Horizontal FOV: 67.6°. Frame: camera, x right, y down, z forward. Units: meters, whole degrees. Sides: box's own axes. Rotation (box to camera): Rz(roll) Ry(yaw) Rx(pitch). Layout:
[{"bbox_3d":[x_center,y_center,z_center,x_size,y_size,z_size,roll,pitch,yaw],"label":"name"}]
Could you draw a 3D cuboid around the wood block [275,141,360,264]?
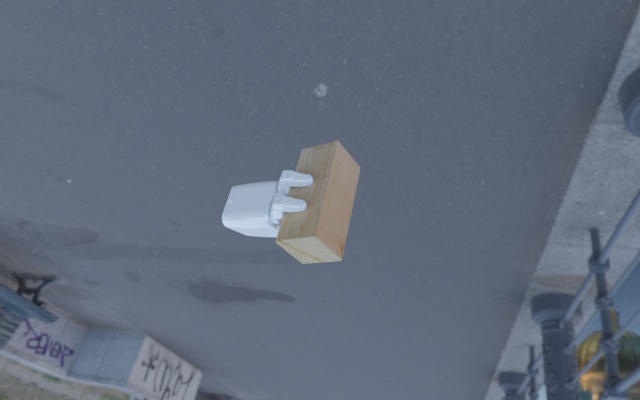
[{"bbox_3d":[0.000,0.003,0.885,0.090,0.206,0.091,-10,-38,33],"label":"wood block"}]
